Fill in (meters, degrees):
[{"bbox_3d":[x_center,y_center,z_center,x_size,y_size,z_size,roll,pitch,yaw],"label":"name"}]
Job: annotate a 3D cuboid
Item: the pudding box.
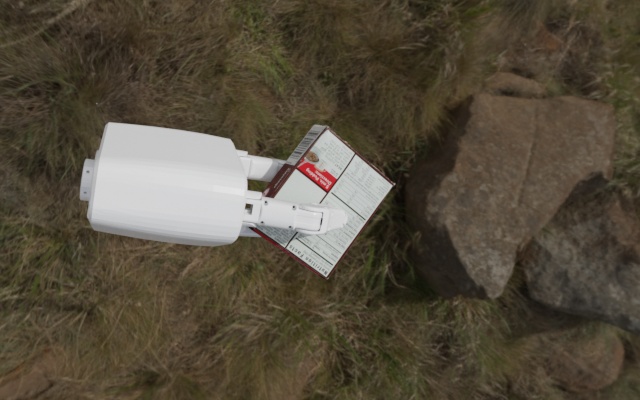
[{"bbox_3d":[0.000,0.001,0.436,0.090,0.113,0.039,38,-4,-20],"label":"pudding box"}]
